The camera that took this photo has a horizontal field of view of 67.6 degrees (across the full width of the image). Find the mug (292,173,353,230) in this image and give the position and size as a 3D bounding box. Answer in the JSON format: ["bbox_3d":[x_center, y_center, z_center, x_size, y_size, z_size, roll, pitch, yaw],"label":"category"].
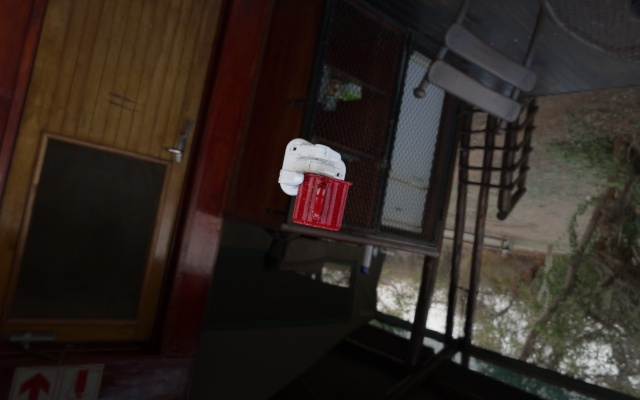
[{"bbox_3d":[0.000,0.003,0.777,0.093,0.081,0.117,11,-2,-1],"label":"mug"}]
